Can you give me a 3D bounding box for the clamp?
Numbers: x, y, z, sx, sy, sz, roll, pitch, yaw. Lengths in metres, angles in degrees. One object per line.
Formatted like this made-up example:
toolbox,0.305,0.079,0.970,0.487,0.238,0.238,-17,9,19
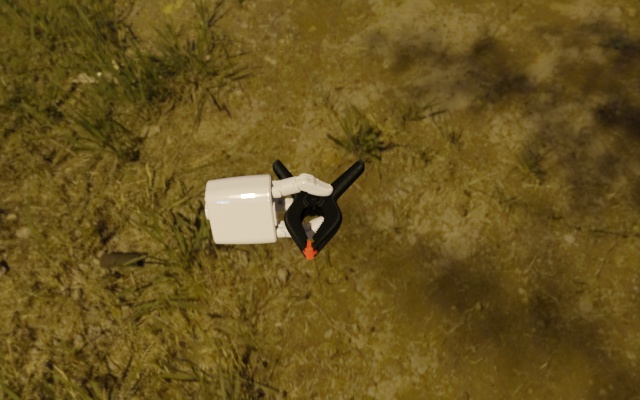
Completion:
clamp,0.000,0.003,0.796,0.164,0.209,0.036,-5,-41,2
